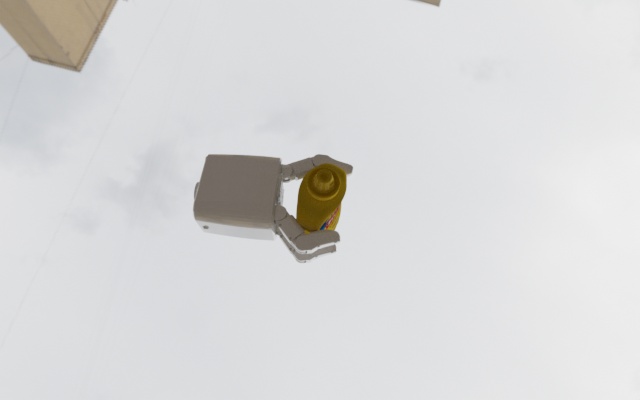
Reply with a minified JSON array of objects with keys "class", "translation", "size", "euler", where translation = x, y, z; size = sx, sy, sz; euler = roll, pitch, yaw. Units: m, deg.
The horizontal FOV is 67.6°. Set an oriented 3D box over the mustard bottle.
[{"class":"mustard bottle","translation":[0.000,0.002,0.650],"size":[0.058,0.096,0.192],"euler":[28,-18,7]}]
